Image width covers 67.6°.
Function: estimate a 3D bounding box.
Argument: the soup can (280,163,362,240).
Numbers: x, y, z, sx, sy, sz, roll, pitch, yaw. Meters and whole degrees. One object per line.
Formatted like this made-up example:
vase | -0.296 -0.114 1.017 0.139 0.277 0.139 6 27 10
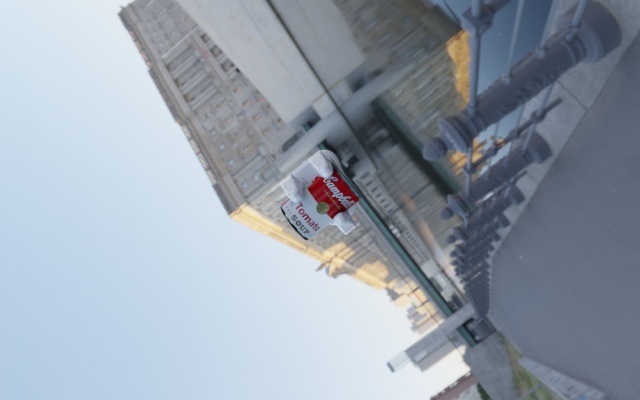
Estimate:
soup can | 0.000 0.003 0.701 0.102 0.068 0.068 -38 -5 6
